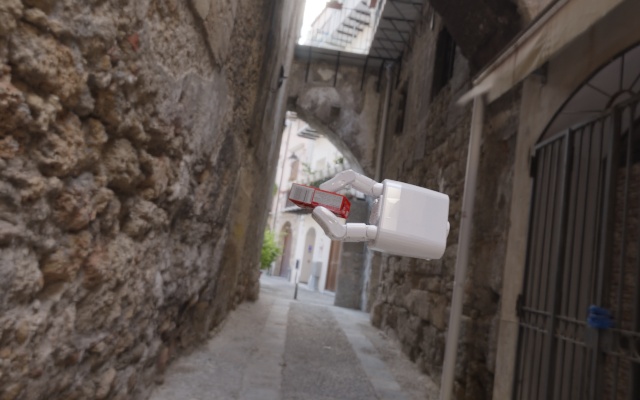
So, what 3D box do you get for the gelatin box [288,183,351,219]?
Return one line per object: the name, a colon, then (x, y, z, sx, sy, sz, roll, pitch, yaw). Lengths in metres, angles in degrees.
gelatin box: (0.000, 0.002, 0.762, 0.089, 0.030, 0.073, 15, -7, 12)
